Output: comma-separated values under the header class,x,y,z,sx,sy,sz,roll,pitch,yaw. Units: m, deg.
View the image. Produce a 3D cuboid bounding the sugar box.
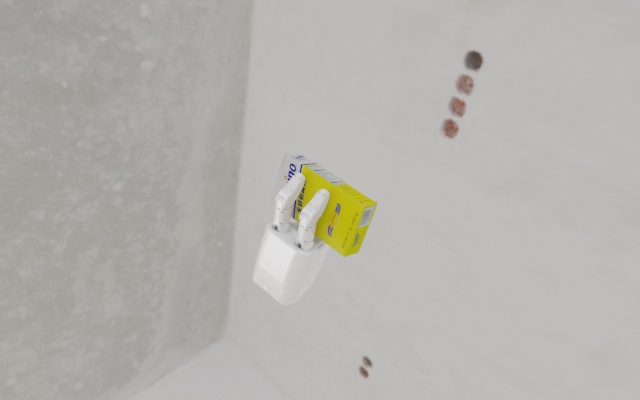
class,x,y,z,sx,sy,sz,roll,pitch,yaw
sugar box,0.000,0.003,0.761,0.176,0.093,0.048,33,26,30
